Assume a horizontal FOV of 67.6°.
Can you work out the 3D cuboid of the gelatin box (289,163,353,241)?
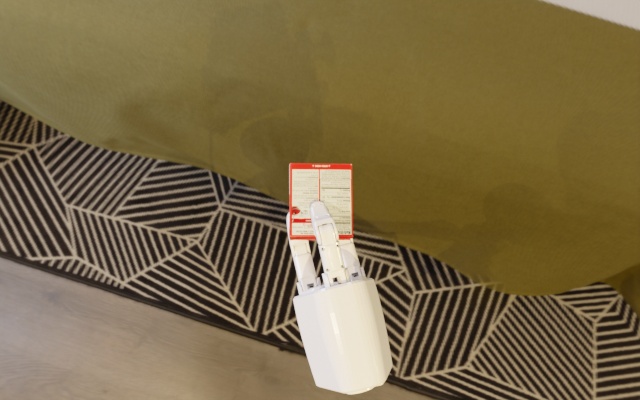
[{"bbox_3d":[0.000,0.001,0.557,0.073,0.089,0.030,0,-8,-3],"label":"gelatin box"}]
